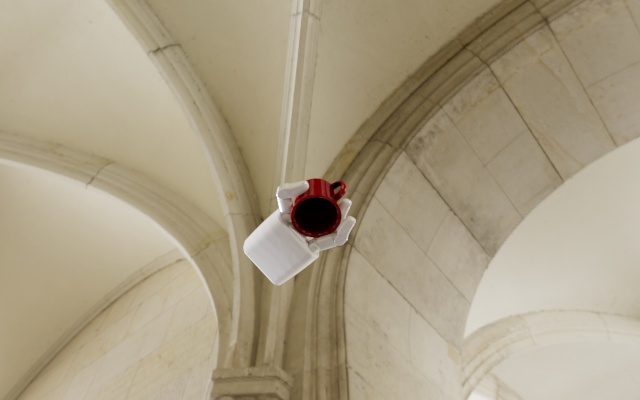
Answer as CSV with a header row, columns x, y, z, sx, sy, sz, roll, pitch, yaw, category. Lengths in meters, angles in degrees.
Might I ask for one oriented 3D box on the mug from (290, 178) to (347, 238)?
x,y,z,sx,sy,sz,roll,pitch,yaw,category
0.001,0.002,0.896,0.117,0.093,0.081,-40,23,19,mug
